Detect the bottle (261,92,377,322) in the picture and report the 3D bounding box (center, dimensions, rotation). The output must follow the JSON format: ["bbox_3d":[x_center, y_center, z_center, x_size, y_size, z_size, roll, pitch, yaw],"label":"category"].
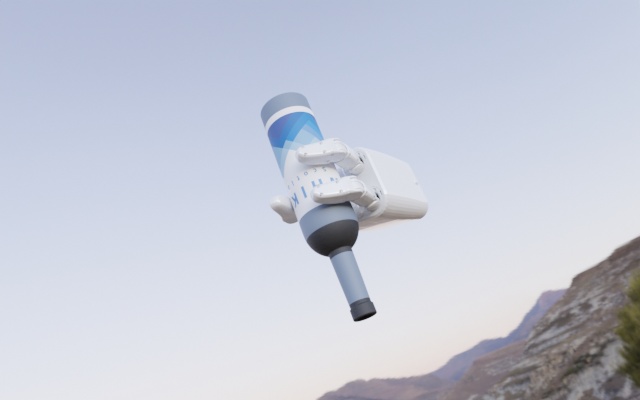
[{"bbox_3d":[0.000,0.002,0.576,0.069,0.295,0.069,-17,-25,-9],"label":"bottle"}]
